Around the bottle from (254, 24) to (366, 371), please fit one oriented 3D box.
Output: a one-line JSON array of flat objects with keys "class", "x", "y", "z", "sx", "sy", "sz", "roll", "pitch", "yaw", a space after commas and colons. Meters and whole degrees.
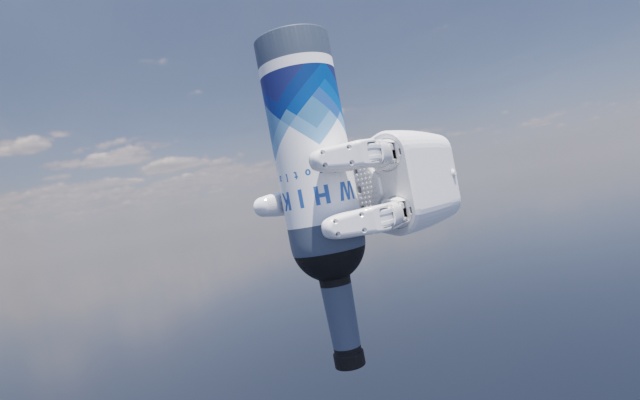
[{"class": "bottle", "x": 0.000, "y": 0.001, "z": 0.422, "sx": 0.069, "sy": 0.295, "sz": 0.069, "roll": -10, "pitch": 0, "yaw": 0}]
